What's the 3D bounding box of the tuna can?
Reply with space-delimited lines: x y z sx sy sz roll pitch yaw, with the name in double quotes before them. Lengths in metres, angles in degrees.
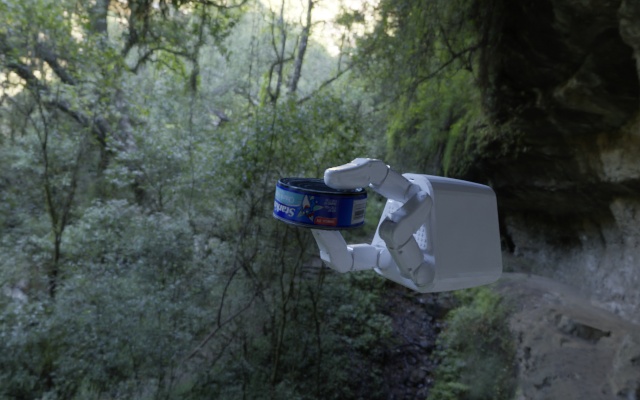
"tuna can" 0.000 0.001 0.443 0.086 0.034 0.086 6 10 -1
